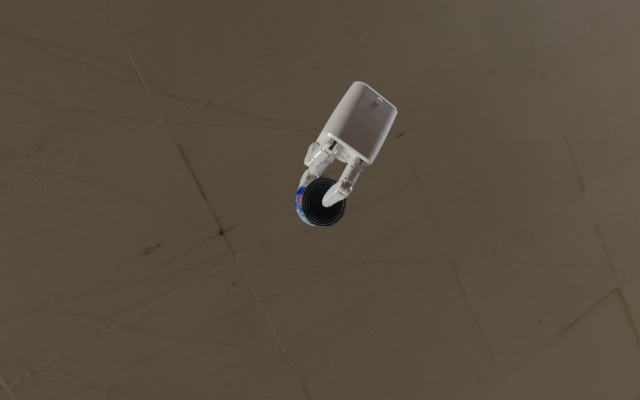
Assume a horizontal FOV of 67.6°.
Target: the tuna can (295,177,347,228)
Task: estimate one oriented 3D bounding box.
[{"bbox_3d":[0.000,0.003,0.820,0.086,0.086,0.034,0,3,-27],"label":"tuna can"}]
